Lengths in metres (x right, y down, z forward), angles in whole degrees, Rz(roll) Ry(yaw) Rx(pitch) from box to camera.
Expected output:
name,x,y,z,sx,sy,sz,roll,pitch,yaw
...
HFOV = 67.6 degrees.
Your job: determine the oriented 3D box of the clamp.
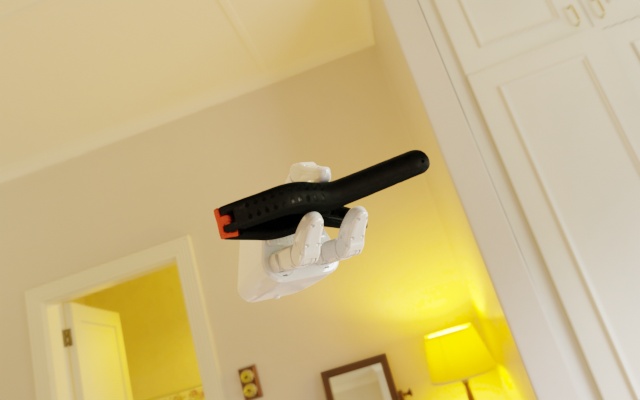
name,x,y,z,sx,sy,sz,roll,pitch,yaw
clamp,-0.001,0.001,0.488,0.210,0.036,0.165,-7,-25,-31
